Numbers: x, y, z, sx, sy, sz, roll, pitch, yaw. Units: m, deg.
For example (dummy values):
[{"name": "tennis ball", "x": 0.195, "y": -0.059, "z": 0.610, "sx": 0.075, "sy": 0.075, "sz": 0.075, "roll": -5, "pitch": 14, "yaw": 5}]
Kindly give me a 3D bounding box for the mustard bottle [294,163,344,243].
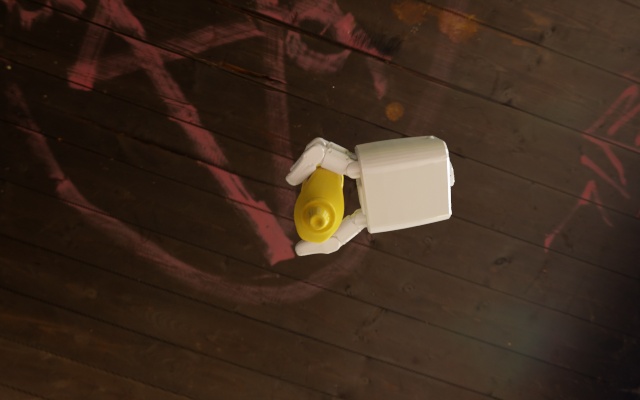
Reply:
[{"name": "mustard bottle", "x": 0.000, "y": 0.002, "z": 0.611, "sx": 0.058, "sy": 0.096, "sz": 0.191, "roll": 15, "pitch": 13, "yaw": -2}]
